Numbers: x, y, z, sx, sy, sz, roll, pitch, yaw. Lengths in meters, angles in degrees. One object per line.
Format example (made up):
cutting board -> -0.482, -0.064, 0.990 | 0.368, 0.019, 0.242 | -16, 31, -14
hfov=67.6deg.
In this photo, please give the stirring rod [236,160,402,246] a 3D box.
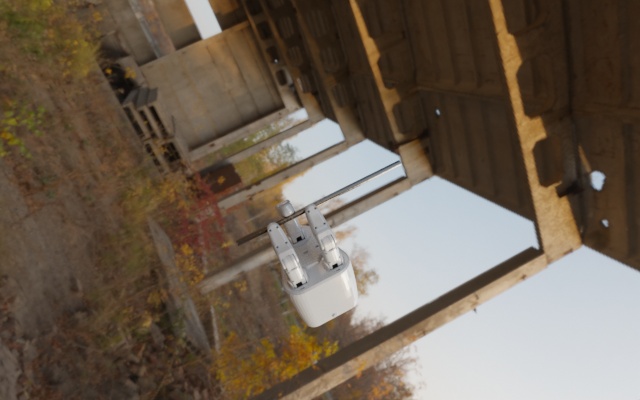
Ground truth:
stirring rod -> 0.000, 0.002, 0.626 | 0.239, 0.011, 0.011 | -26, 4, -8
